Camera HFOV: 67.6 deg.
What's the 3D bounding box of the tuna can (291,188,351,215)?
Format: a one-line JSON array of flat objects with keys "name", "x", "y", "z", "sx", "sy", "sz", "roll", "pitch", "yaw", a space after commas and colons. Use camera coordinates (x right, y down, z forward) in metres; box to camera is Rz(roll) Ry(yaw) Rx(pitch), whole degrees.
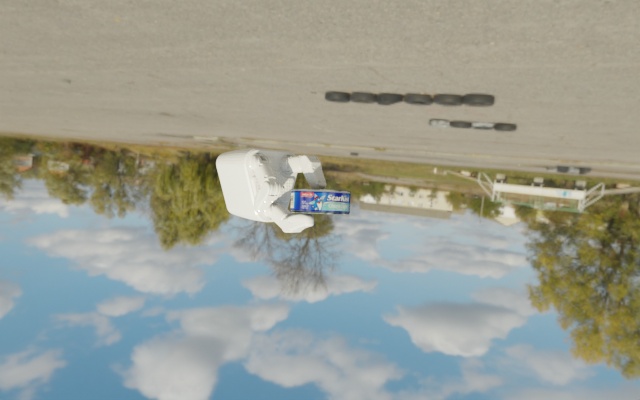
[{"name": "tuna can", "x": 0.000, "y": 0.003, "z": 0.677, "sx": 0.086, "sy": 0.034, "sz": 0.086, "roll": 3, "pitch": -1, "yaw": 0}]
